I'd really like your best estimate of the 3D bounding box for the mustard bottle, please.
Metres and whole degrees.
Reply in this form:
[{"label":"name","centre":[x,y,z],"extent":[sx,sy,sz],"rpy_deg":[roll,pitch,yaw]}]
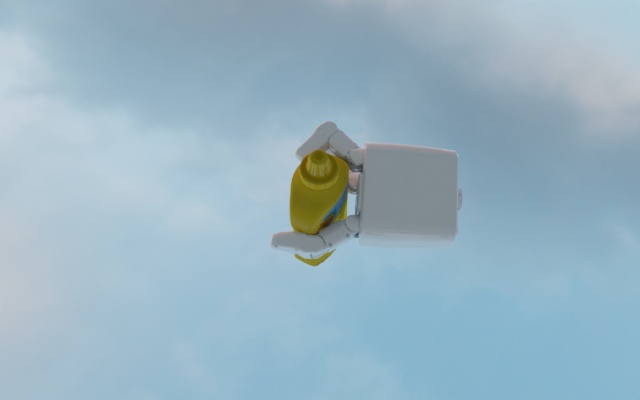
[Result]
[{"label":"mustard bottle","centre":[0.000,0.002,0.554],"extent":[0.058,0.096,0.192],"rpy_deg":[26,-24,13]}]
